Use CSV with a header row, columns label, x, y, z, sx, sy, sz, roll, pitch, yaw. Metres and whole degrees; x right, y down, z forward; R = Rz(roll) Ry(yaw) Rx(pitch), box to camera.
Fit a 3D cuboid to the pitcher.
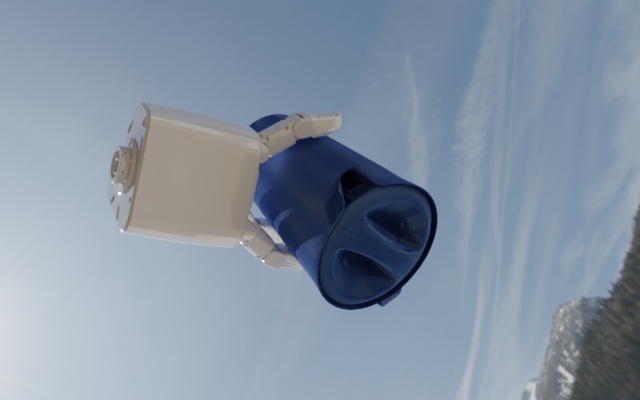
label,x,y,z,sx,sy,sz,roll,pitch,yaw
pitcher,0.000,0.002,0.519,0.145,0.149,0.242,8,22,-37
